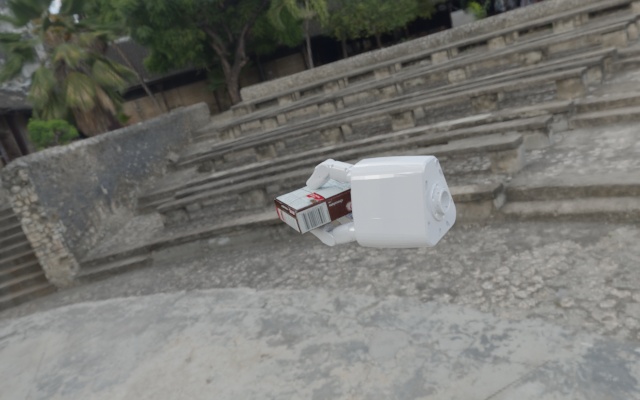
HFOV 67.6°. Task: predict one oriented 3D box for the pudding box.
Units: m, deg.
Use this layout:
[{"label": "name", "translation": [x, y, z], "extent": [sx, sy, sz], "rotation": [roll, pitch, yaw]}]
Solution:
[{"label": "pudding box", "translation": [0.000, 0.002, 0.699], "extent": [0.113, 0.039, 0.090], "rotation": [-21, 19, -20]}]
